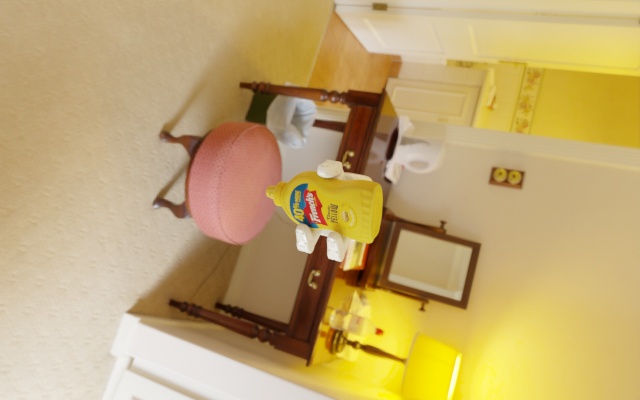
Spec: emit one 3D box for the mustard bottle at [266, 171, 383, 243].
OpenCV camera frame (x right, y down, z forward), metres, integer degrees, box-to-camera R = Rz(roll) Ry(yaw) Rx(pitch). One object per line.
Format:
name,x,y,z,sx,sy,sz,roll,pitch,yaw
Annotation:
mustard bottle,0.000,0.003,0.761,0.191,0.096,0.058,12,33,22
